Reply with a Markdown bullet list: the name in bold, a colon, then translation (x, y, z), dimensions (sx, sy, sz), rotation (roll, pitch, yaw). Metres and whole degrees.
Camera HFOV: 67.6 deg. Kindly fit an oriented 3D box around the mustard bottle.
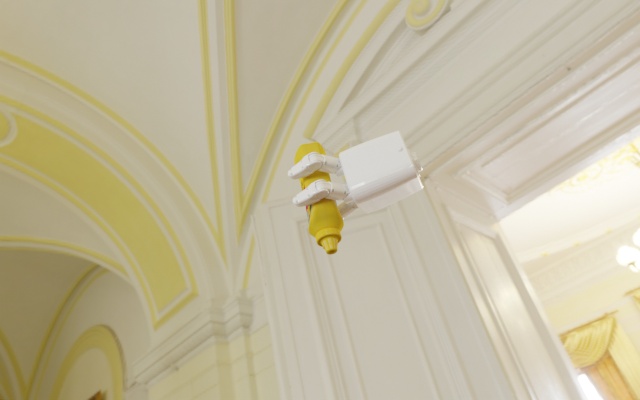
- **mustard bottle**: translation (0.000, 0.002, 0.791), dimensions (0.058, 0.191, 0.096), rotation (-9, -34, -8)
